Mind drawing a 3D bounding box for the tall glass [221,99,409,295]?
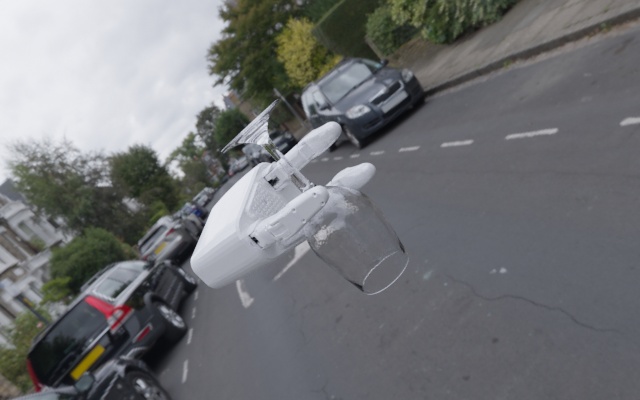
[{"bbox_3d":[0.000,0.001,0.466,0.079,0.201,0.079,-41,11,10],"label":"tall glass"}]
